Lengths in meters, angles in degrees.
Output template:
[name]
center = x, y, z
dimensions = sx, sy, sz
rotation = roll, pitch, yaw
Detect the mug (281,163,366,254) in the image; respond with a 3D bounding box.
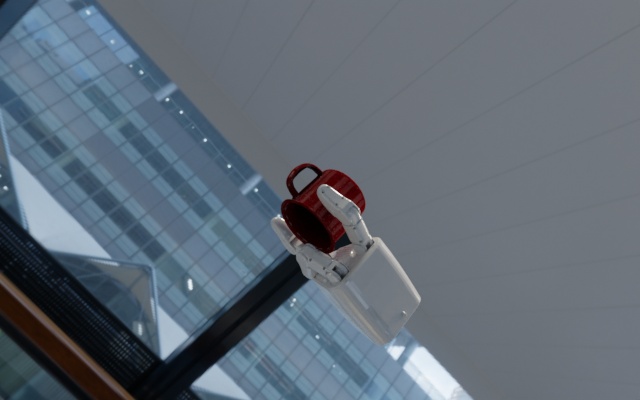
[mug]
center = -0.001, 0.001, 0.646
dimensions = 0.081, 0.117, 0.093
rotation = -44, 15, -29
